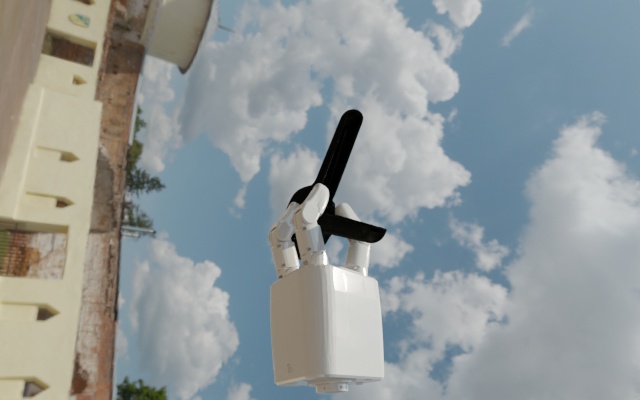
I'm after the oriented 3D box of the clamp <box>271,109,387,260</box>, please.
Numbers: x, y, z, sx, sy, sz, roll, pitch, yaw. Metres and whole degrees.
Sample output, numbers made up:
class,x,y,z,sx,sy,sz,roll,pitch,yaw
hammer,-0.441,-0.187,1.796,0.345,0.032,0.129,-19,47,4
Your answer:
class,x,y,z,sx,sy,sz,roll,pitch,yaw
clamp,0.001,0.002,0.571,0.036,0.164,0.210,13,-30,-29
